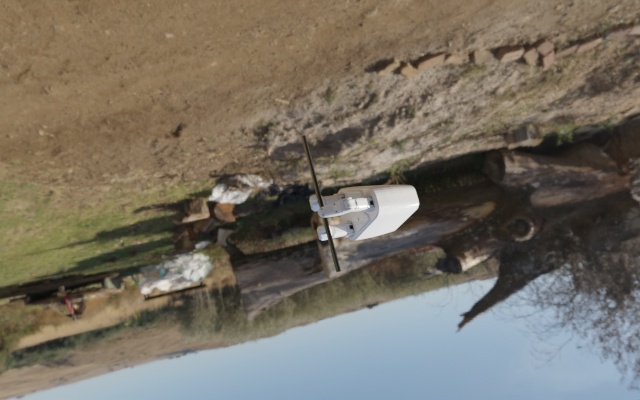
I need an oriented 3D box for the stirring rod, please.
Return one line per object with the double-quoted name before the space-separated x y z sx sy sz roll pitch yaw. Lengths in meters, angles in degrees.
"stirring rod" 0.000 0.003 0.805 0.011 0.239 0.011 -14 -11 -3
